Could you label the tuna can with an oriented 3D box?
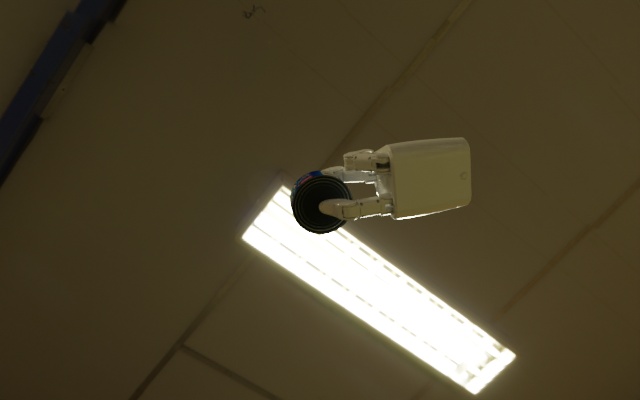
[{"bbox_3d":[0.000,0.002,0.666,0.086,0.086,0.033,0,17,-12],"label":"tuna can"}]
